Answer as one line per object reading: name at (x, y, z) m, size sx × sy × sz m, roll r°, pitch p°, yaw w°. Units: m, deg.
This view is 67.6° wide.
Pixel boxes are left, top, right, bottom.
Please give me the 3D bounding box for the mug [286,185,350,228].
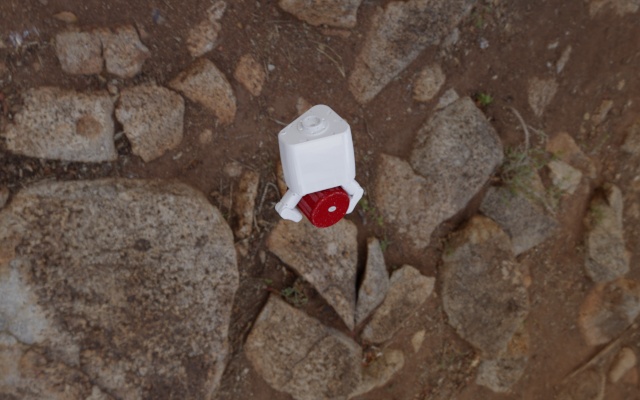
mug at (0.000, 0.004, 0.858) m, size 0.093 × 0.117 × 0.081 m, roll -28°, pitch 49°, yaw -16°
